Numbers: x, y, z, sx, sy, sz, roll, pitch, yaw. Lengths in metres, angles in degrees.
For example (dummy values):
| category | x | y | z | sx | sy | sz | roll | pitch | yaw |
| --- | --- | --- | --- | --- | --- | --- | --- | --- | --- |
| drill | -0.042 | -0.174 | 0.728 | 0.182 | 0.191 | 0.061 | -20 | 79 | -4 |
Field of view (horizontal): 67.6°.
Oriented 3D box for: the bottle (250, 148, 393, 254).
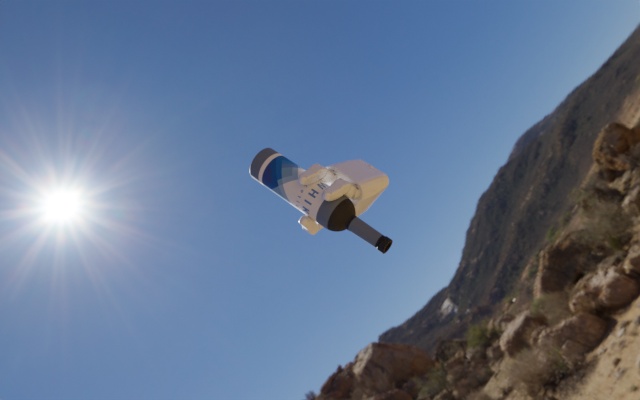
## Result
| category | x | y | z | sx | sy | sz | roll | pitch | yaw |
| --- | --- | --- | --- | --- | --- | --- | --- | --- | --- |
| bottle | 0.000 | 0.003 | 0.847 | 0.295 | 0.069 | 0.069 | 34 | 16 | 25 |
